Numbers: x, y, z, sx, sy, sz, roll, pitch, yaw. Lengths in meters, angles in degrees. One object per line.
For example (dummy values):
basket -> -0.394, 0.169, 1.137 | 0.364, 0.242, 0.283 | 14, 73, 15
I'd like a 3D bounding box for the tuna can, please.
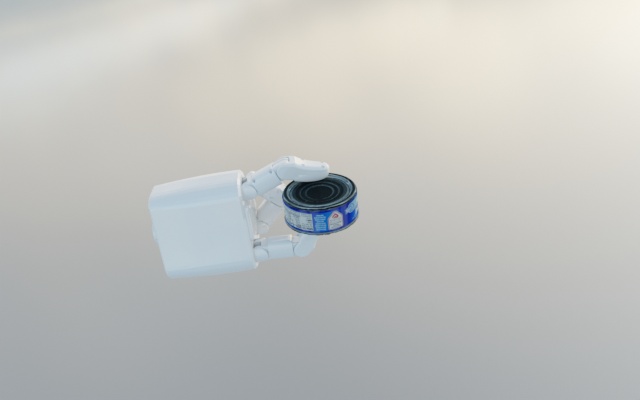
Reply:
tuna can -> 0.000, 0.001, 0.538 | 0.086, 0.034, 0.086 | -4, 30, 2
